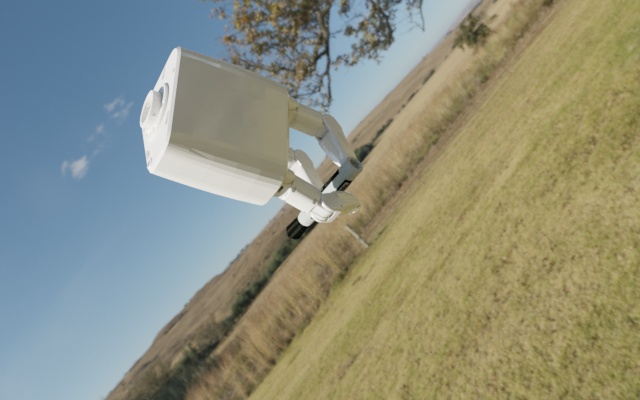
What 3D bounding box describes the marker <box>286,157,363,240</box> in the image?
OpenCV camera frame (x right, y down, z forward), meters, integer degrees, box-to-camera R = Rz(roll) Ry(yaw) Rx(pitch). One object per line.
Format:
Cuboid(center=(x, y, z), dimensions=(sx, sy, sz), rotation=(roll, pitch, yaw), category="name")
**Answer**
Cuboid(center=(0.000, 0.002, 0.488), dimensions=(0.020, 0.020, 0.121), rotation=(0, -37, -44), category="marker")
